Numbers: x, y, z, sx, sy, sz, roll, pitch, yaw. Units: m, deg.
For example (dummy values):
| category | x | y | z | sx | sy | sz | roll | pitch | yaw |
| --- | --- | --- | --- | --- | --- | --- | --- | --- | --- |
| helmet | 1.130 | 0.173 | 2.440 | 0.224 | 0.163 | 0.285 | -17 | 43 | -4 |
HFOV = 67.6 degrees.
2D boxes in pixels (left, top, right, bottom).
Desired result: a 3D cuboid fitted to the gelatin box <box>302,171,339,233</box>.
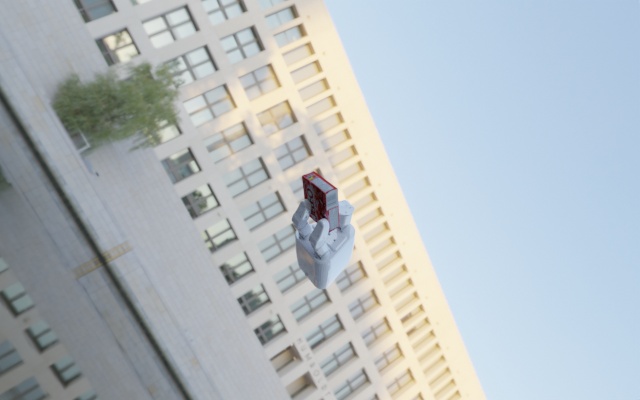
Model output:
| category | x | y | z | sx | sy | sz | roll | pitch | yaw |
| --- | --- | --- | --- | --- | --- | --- | --- | --- | --- |
| gelatin box | 0.000 | 0.002 | 0.852 | 0.030 | 0.089 | 0.073 | -25 | 41 | -26 |
